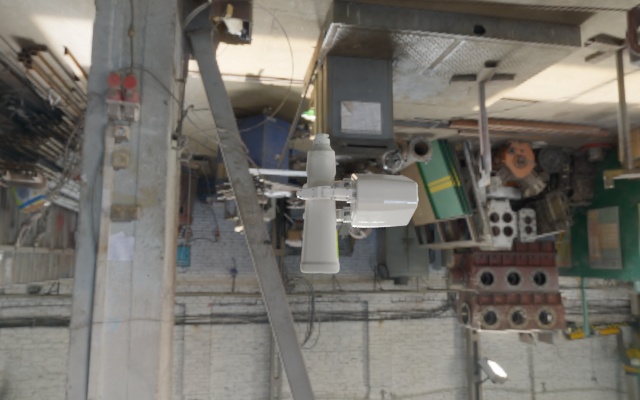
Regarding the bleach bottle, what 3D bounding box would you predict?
[{"bbox_3d":[0.000,0.003,0.858,0.068,0.251,0.102,1,-7,-1],"label":"bleach bottle"}]
